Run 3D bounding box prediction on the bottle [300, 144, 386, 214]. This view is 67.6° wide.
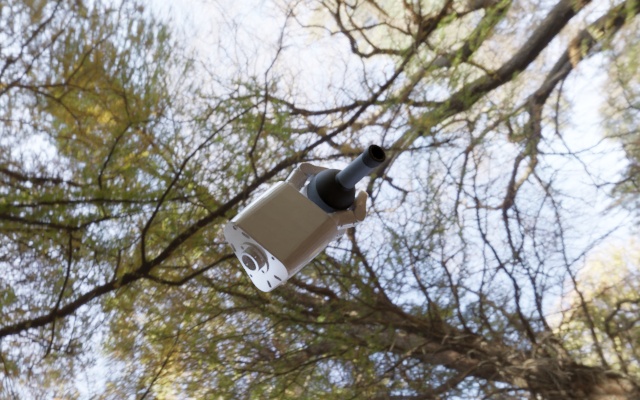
[{"bbox_3d":[0.000,0.002,0.716,0.069,0.069,0.296,0,-25,-33],"label":"bottle"}]
